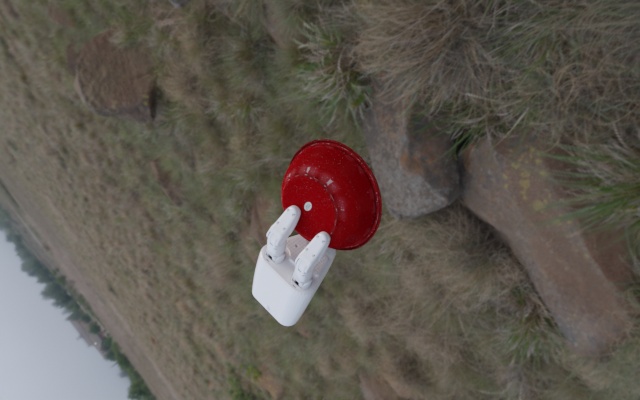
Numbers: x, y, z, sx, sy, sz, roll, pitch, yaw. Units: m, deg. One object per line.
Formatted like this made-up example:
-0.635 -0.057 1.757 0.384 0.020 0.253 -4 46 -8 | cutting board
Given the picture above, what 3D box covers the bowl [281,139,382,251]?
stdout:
0.000 0.001 0.642 0.162 0.162 0.055 0 18 39 | bowl
